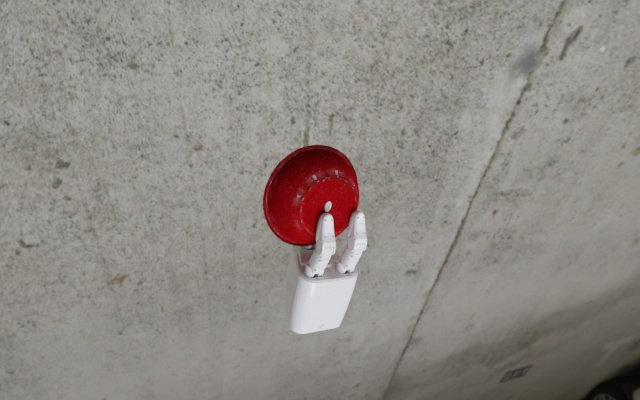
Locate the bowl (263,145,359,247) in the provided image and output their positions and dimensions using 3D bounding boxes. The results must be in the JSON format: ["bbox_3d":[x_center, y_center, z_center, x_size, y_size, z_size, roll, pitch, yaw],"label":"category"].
[{"bbox_3d":[0.000,0.001,0.701,0.162,0.162,0.055,0,17,-30],"label":"bowl"}]
